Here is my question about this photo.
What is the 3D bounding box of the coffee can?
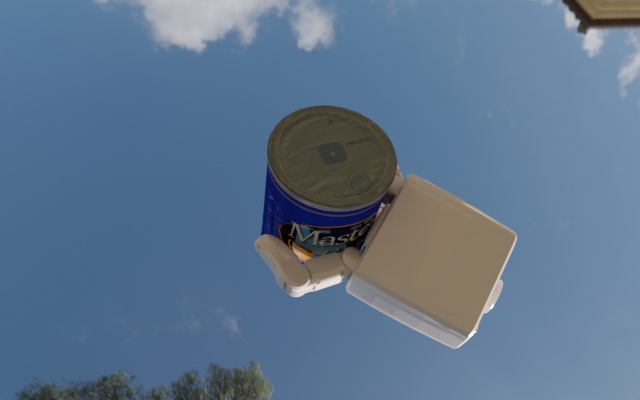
[{"bbox_3d":[0.000,0.001,0.427,0.103,0.102,0.140,0,-34,-10],"label":"coffee can"}]
